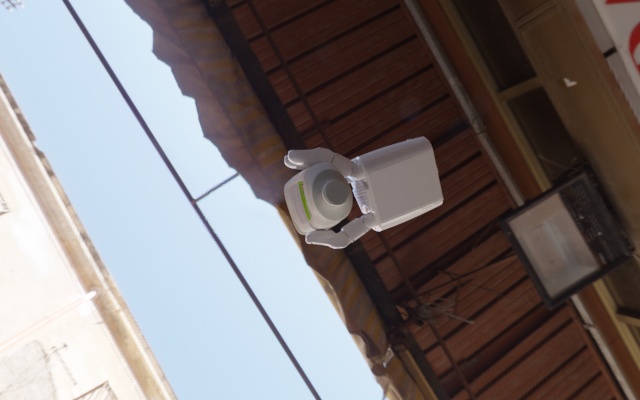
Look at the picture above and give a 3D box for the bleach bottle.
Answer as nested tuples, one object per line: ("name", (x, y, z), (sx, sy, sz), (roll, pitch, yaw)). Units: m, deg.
("bleach bottle", (0.000, 0.002, 0.676), (0.068, 0.102, 0.251), (-20, 2, -10))
